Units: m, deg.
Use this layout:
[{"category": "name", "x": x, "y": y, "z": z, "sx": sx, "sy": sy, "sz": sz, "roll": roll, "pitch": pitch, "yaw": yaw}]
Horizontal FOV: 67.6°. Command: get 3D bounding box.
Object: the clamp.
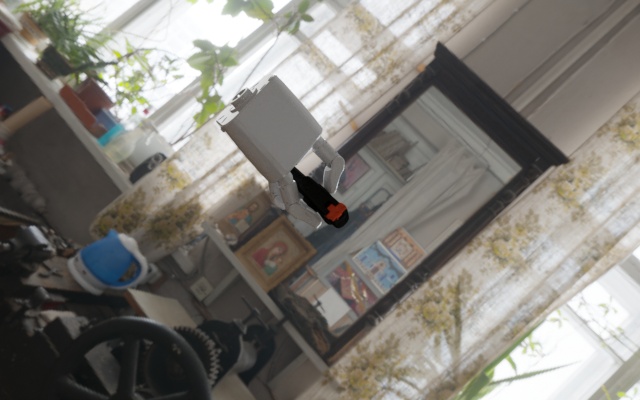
[{"category": "clamp", "x": 0.001, "y": 0.002, "z": 0.731, "sx": 0.165, "sy": 0.036, "sz": 0.210, "roll": 46, "pitch": -4, "yaw": -25}]
